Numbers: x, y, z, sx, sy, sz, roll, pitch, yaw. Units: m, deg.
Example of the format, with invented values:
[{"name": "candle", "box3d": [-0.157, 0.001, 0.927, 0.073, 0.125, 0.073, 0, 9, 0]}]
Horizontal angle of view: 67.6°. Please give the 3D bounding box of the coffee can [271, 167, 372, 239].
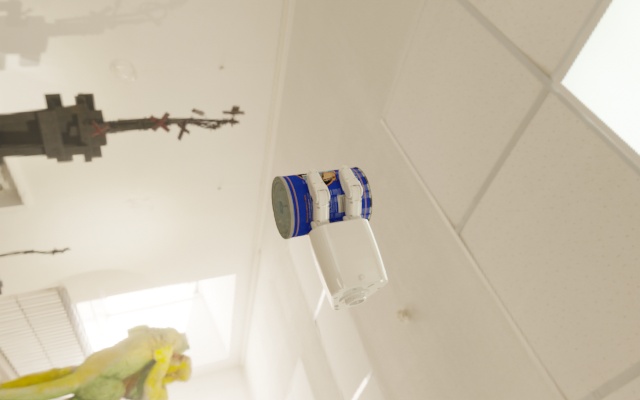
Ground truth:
[{"name": "coffee can", "box3d": [0.000, 0.002, 0.789, 0.140, 0.103, 0.103, -8, 3, -20]}]
